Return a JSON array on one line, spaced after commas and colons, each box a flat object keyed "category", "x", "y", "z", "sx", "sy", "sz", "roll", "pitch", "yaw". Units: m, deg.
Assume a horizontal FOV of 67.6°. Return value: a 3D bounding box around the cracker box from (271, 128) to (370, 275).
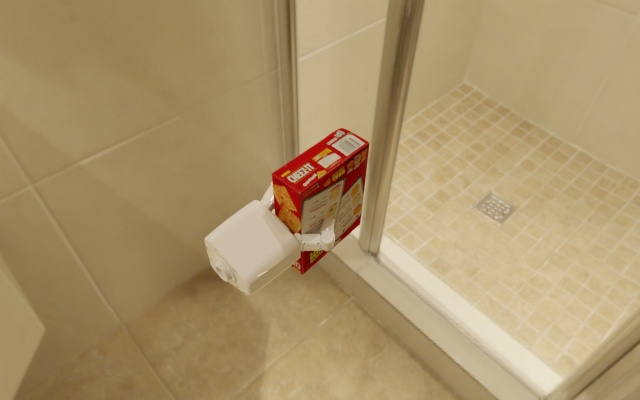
[{"category": "cracker box", "x": 0.000, "y": 0.003, "z": 0.824, "sx": 0.072, "sy": 0.214, "sz": 0.164, "roll": 36, "pitch": 56, "yaw": 27}]
